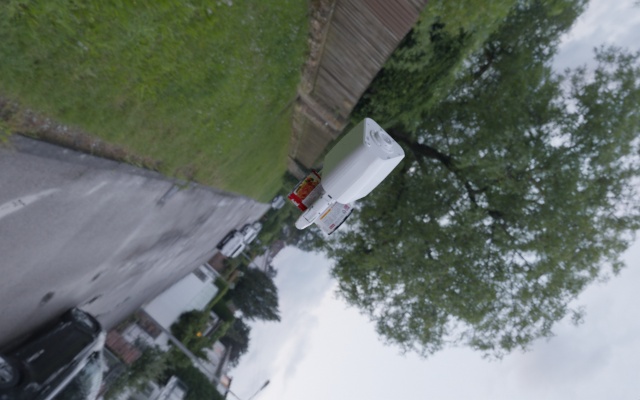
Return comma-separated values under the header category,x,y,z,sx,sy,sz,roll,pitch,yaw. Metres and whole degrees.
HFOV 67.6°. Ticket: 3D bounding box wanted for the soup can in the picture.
category,x,y,z,sx,sy,sz,roll,pitch,yaw
soup can,0.000,0.003,0.836,0.102,0.068,0.068,43,-3,-3
